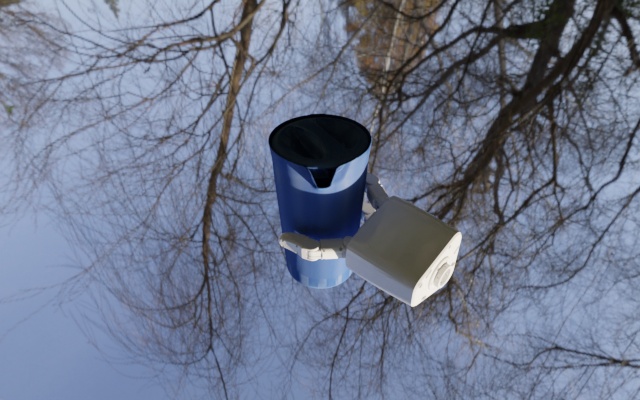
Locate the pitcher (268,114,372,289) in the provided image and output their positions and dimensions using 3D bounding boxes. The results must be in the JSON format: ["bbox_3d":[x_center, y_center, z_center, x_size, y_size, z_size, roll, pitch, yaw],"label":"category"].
[{"bbox_3d":[0.000,0.002,0.694,0.145,0.243,0.149,28,46,31],"label":"pitcher"}]
